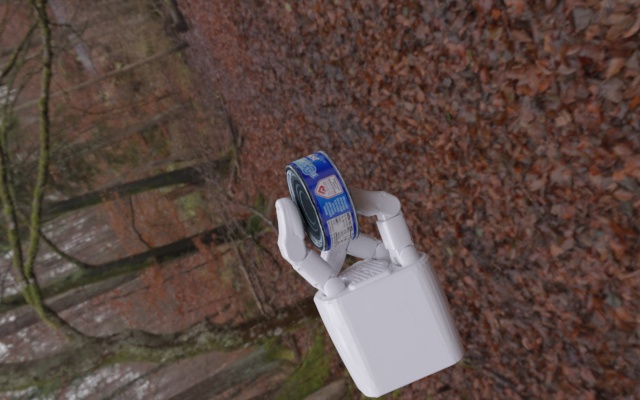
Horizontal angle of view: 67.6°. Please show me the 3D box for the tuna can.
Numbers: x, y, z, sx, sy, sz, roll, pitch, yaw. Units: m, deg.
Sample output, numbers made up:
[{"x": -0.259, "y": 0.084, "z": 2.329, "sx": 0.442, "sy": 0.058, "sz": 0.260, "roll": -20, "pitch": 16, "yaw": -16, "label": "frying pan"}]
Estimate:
[{"x": 0.000, "y": 0.002, "z": 0.425, "sx": 0.034, "sy": 0.086, "sz": 0.086, "roll": -23, "pitch": 5, "yaw": -13, "label": "tuna can"}]
